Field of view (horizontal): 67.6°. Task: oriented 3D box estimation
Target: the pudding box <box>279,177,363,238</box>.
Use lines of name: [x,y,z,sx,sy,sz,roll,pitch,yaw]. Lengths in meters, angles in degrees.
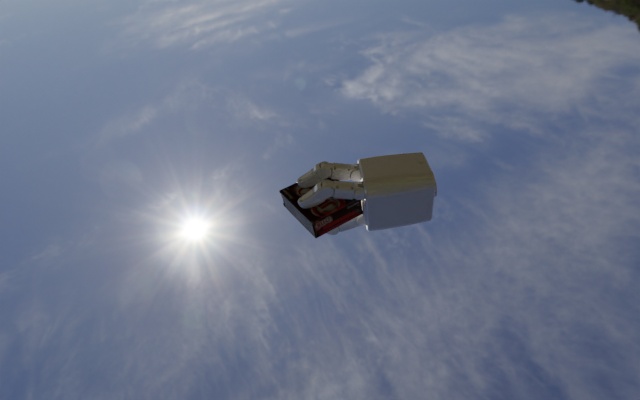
pudding box: [0.000,0.003,0.761,0.090,0.039,0.113,-26,36,-20]
